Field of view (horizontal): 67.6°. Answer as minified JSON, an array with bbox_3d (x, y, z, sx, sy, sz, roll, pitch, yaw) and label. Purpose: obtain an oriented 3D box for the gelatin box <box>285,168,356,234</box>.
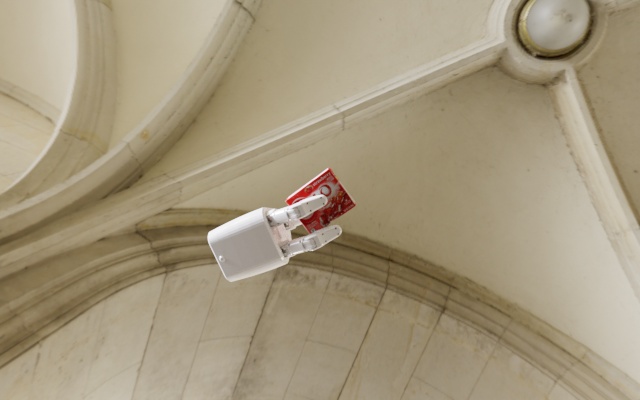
[{"bbox_3d":[0.000,0.002,0.762,0.089,0.073,0.030,-35,6,8],"label":"gelatin box"}]
